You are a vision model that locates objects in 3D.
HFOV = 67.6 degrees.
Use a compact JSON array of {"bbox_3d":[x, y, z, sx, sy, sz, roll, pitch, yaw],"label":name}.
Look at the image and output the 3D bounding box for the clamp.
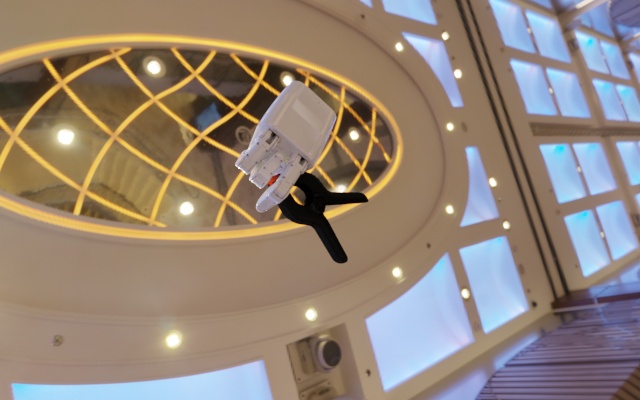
[{"bbox_3d":[0.000,0.002,0.723,0.171,0.120,0.039,42,-34,-22],"label":"clamp"}]
